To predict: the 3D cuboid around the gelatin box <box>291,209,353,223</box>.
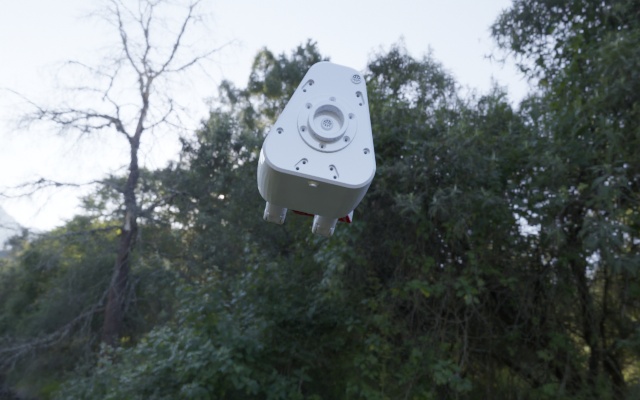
[{"bbox_3d":[0.000,0.001,0.565,0.073,0.030,0.089,9,-10,9],"label":"gelatin box"}]
